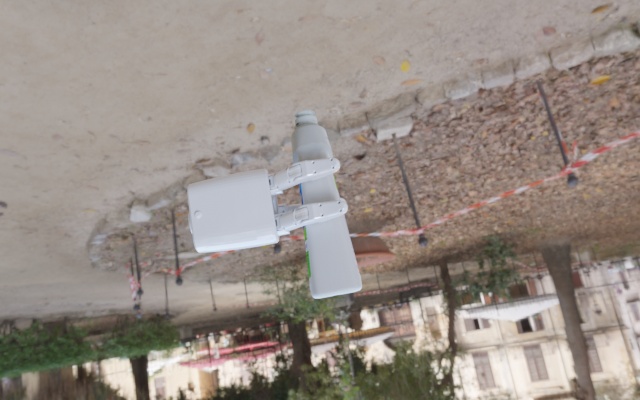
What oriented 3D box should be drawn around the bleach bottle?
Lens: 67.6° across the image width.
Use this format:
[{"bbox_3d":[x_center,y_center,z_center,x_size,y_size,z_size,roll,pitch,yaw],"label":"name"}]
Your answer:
[{"bbox_3d":[0.000,0.002,0.647,0.068,0.250,0.102,-10,-12,-2],"label":"bleach bottle"}]
